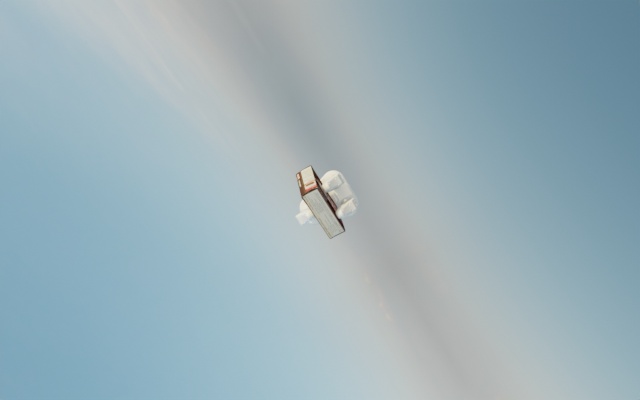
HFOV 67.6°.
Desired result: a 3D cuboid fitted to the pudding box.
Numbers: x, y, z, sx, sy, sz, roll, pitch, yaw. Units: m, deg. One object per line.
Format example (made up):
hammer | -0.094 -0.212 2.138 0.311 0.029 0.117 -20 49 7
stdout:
pudding box | 0.000 0.003 0.884 0.039 0.113 0.090 -31 30 7
